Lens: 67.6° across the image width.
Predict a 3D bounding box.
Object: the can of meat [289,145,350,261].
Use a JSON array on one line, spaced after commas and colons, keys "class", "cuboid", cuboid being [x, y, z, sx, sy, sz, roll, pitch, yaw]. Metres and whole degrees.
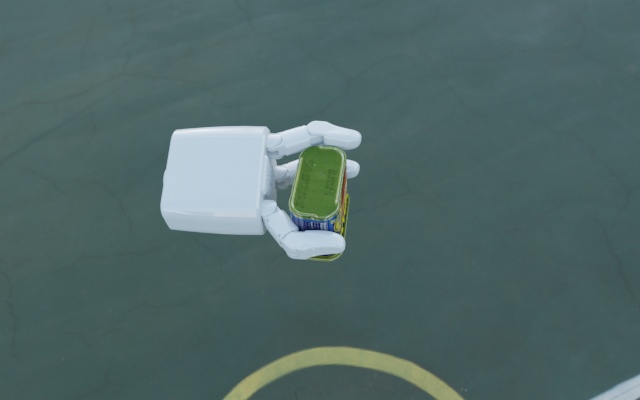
[{"class": "can of meat", "cuboid": [0.000, 0.002, 0.526, 0.057, 0.102, 0.084, 4, -35, 8]}]
